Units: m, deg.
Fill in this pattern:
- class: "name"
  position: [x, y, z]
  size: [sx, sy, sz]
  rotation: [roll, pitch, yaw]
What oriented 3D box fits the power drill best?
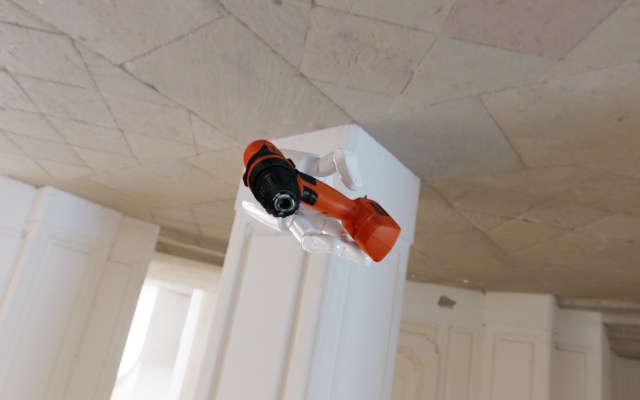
- class: "power drill"
  position: [0.000, 0.002, 0.549]
  size: [0.188, 0.057, 0.184]
  rotation: [30, 12, -23]
